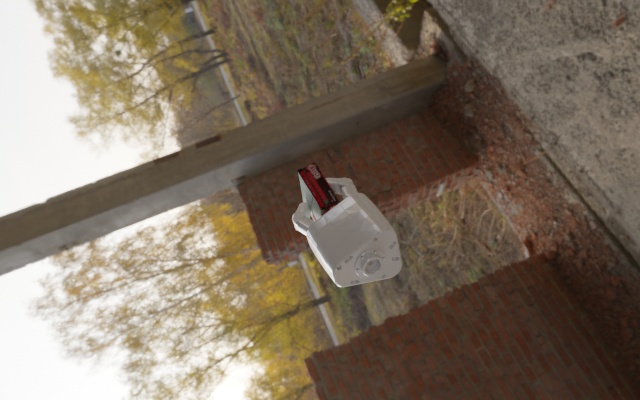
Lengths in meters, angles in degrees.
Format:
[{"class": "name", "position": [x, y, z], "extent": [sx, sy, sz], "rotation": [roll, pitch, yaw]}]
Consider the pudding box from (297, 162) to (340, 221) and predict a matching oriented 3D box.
[{"class": "pudding box", "position": [0.000, 0.003, 0.809], "extent": [0.039, 0.090, 0.114], "rotation": [-24, -28, -11]}]
